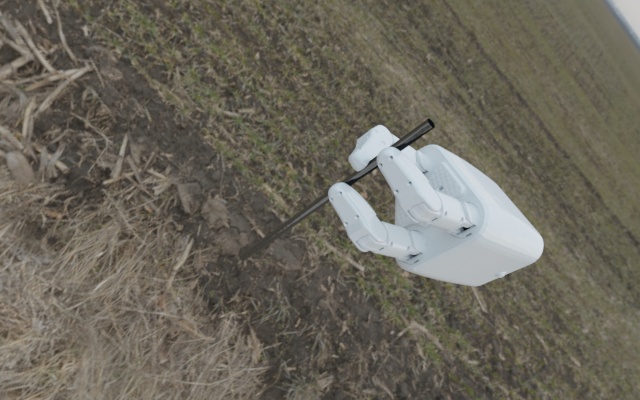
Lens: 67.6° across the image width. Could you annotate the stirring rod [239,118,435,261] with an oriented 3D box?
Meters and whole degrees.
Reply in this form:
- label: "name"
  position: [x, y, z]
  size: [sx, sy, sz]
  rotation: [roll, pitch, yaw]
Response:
- label: "stirring rod"
  position: [0.000, 0.001, 0.411]
  size: [0.011, 0.011, 0.239]
  rotation: [0, -28, -48]
